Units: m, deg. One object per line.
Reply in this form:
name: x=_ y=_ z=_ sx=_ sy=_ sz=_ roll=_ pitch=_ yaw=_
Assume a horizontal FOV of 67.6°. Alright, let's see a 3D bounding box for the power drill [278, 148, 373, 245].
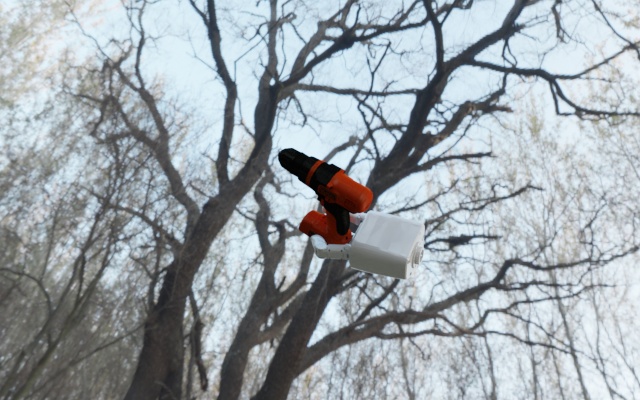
power drill: x=0.000 y=0.003 z=0.865 sx=0.184 sy=0.057 sz=0.188 roll=32 pitch=-31 yaw=19
